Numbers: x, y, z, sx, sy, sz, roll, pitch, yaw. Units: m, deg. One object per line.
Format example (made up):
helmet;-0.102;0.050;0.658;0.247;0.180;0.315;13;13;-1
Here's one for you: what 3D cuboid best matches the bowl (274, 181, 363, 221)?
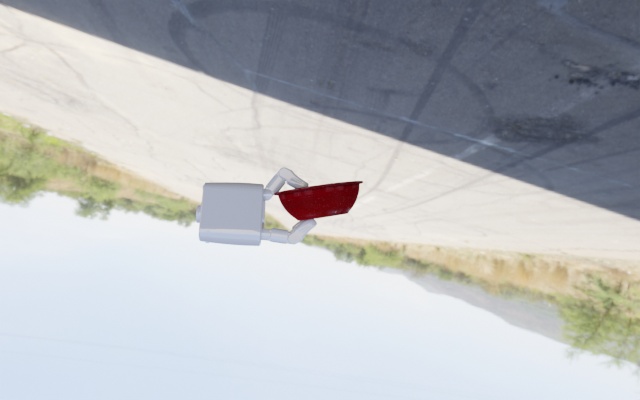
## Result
bowl;0.002;0.003;0.853;0.162;0.055;0.162;-9;-1;0
